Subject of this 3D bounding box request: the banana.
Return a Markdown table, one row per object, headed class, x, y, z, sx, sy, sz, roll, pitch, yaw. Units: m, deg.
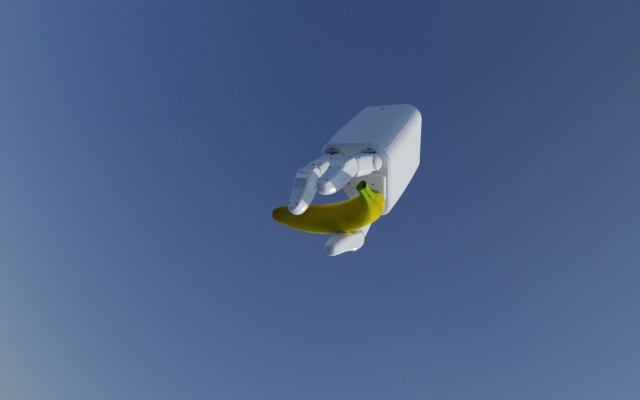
| class | x | y | z | sx | sy | sz | roll | pitch | yaw |
| --- | --- | --- | --- | --- | --- | --- | --- | --- | --- |
| banana | 0.015 | 0.012 | 0.577 | 0.070 | 0.037 | 0.198 | 39 | -31 | -21 |
